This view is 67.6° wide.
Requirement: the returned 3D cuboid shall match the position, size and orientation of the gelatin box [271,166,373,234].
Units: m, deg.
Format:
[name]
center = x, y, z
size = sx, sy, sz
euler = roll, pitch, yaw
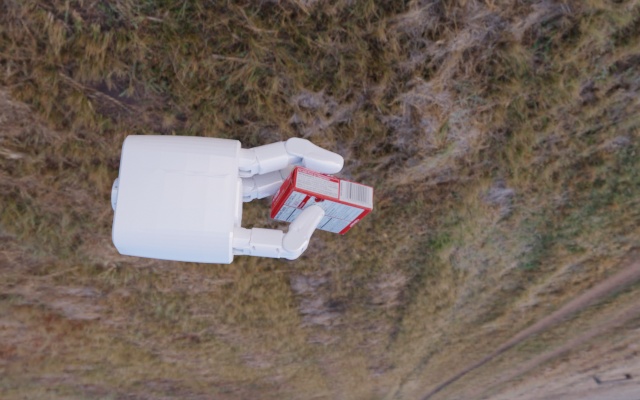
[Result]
[gelatin box]
center = 0.000, 0.002, 0.501
size = 0.089, 0.030, 0.073
euler = 15, -29, -17
